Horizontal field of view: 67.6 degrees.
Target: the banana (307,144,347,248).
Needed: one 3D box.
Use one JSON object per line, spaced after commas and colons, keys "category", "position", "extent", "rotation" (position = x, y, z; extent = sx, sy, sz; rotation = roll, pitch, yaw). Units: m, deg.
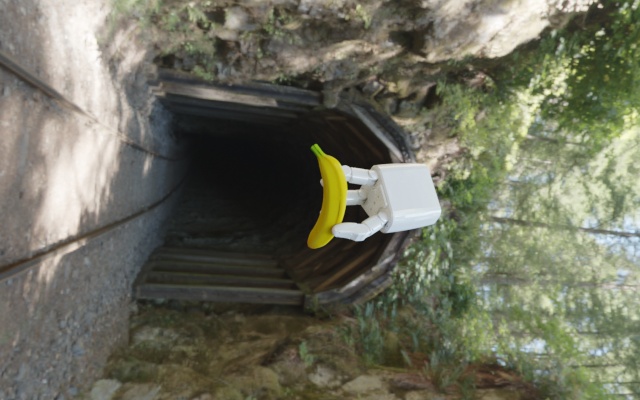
{"category": "banana", "position": [0.011, 0.008, 0.781], "extent": [0.037, 0.198, 0.069], "rotation": [-17, 36, -33]}
